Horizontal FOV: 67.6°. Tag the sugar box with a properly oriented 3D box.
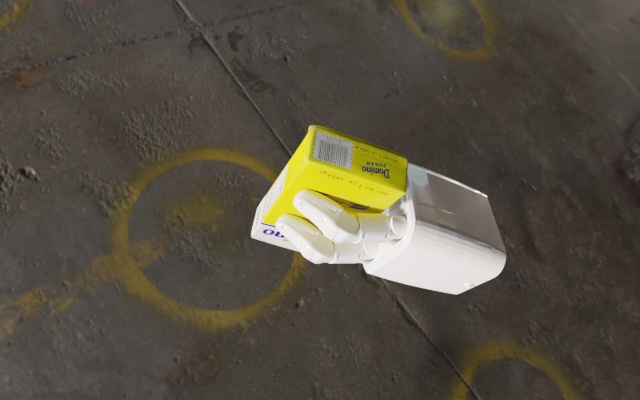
[{"bbox_3d":[0.000,0.002,0.467,0.093,0.048,0.176,18,-33,-15],"label":"sugar box"}]
